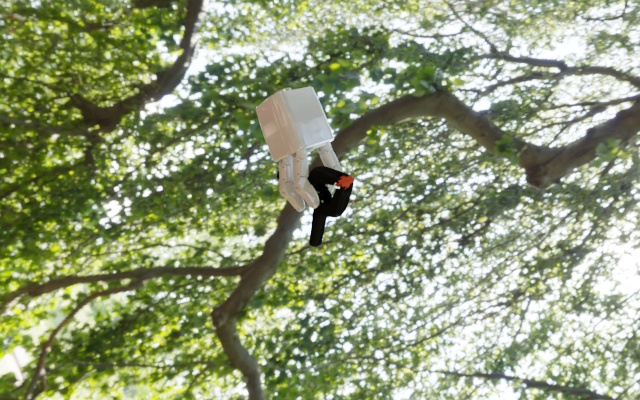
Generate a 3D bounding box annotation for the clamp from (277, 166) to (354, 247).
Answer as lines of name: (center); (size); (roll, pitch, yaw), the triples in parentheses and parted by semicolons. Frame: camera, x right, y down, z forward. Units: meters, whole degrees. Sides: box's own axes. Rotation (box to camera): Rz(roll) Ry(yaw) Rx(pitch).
clamp: (0.001, 0.002, 0.863); (0.036, 0.164, 0.210); (-27, 6, -31)
